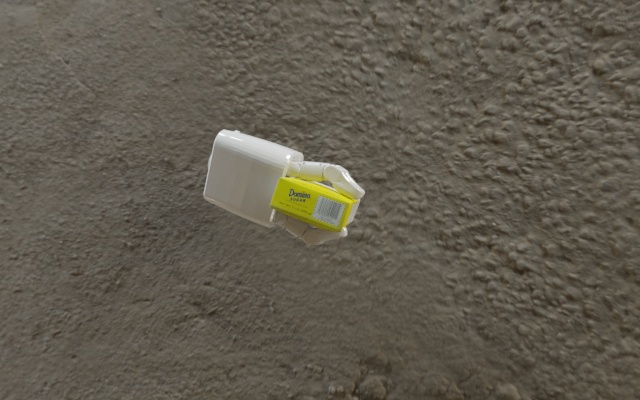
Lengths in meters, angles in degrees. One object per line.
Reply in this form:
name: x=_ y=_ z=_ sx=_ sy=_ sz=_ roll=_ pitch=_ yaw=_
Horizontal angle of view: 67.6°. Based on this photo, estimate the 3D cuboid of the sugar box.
sugar box: x=0.000 y=0.002 z=0.651 sx=0.093 sy=0.048 sz=0.176 roll=21 pitch=7 yaw=7
